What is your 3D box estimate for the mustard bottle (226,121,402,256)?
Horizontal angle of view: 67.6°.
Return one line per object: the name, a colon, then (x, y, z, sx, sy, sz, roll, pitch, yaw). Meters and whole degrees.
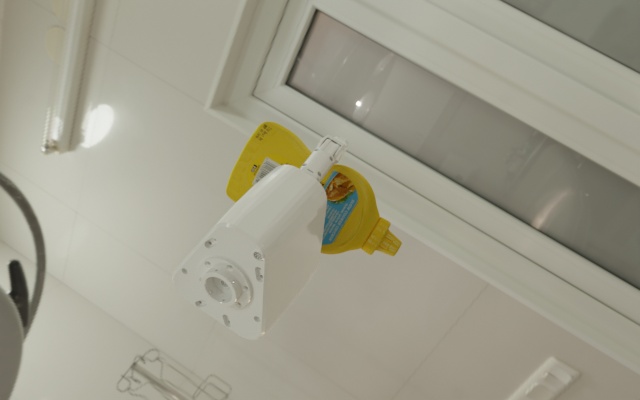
mustard bottle: (0.000, 0.001, 0.510, 0.191, 0.096, 0.058, 32, 11, 7)
